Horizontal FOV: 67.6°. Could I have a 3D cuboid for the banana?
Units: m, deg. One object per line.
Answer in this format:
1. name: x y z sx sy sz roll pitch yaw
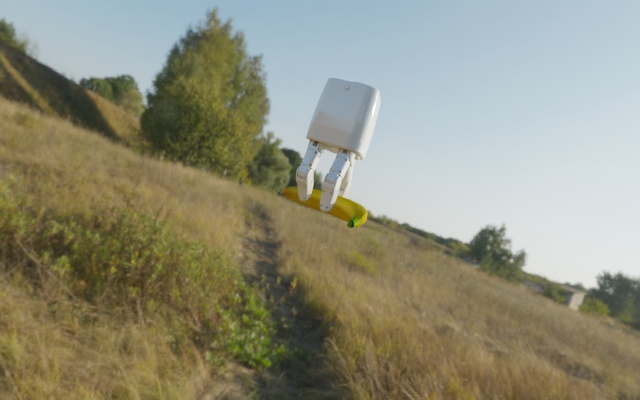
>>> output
1. banana: 0.016 0.007 0.798 0.069 0.037 0.197 14 5 -39
